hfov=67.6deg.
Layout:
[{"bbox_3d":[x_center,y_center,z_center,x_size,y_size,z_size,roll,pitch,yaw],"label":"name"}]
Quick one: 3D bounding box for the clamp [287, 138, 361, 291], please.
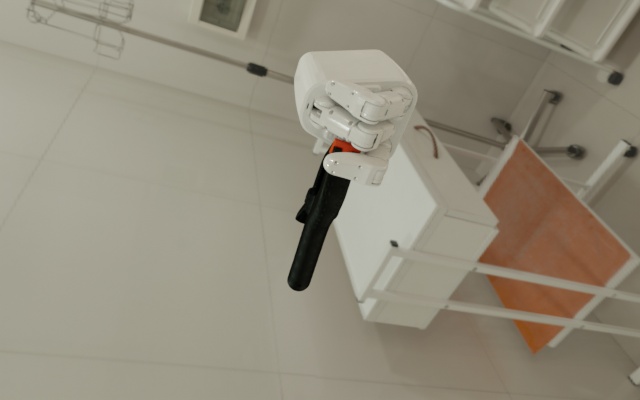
[{"bbox_3d":[0.000,0.001,0.518,0.039,0.171,0.120,15,31,-16],"label":"clamp"}]
